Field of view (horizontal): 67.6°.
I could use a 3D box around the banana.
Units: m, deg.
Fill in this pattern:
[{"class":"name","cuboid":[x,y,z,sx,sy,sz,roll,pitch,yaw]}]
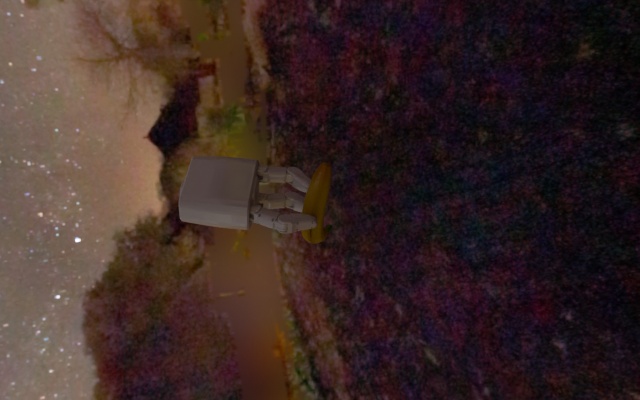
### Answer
[{"class":"banana","cuboid":[-0.007,0.019,0.759,0.037,0.069,0.198,18,-30,11]}]
